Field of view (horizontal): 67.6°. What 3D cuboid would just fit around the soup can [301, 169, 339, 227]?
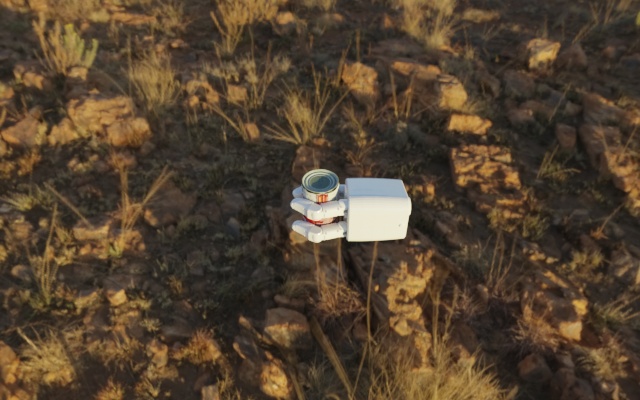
[{"bbox_3d":[0.000,0.003,0.864,0.068,0.102,0.068,0,43,0],"label":"soup can"}]
